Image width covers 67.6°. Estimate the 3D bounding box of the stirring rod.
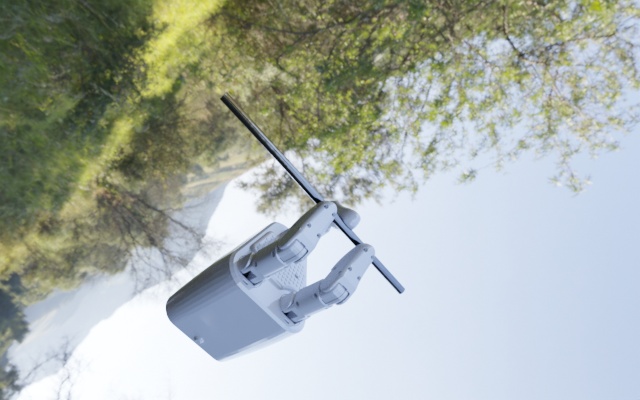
[{"bbox_3d":[0.000,0.001,0.416,0.011,0.239,0.011,-37,19,15],"label":"stirring rod"}]
